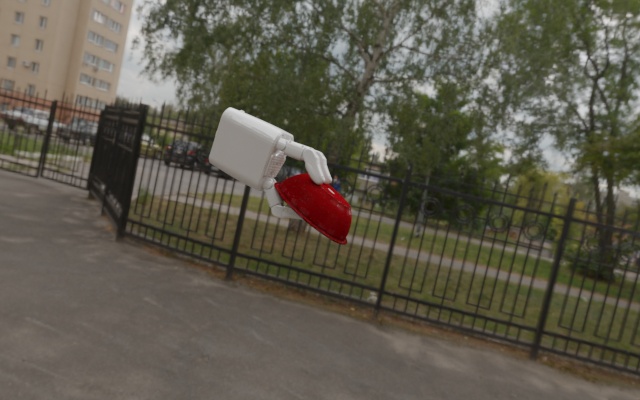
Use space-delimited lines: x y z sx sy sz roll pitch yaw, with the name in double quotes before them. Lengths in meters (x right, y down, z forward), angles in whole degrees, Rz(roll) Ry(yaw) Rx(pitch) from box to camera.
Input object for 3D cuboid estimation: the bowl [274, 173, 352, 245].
"bowl" 0.001 0.003 0.818 0.162 0.055 0.162 40 9 -7
